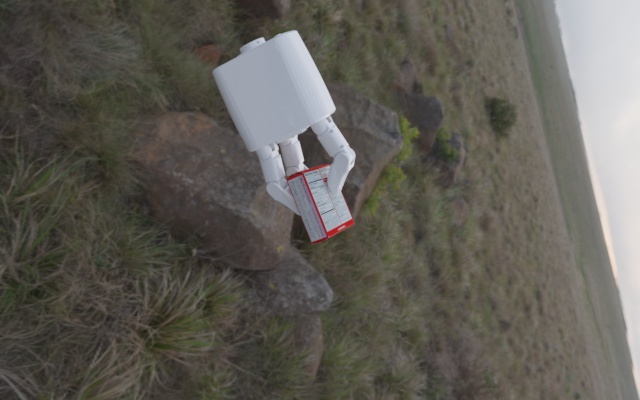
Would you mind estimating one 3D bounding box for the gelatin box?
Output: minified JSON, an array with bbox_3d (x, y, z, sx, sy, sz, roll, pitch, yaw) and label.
[{"bbox_3d":[0.001,0.002,0.603,0.030,0.089,0.073,-23,0,31],"label":"gelatin box"}]
